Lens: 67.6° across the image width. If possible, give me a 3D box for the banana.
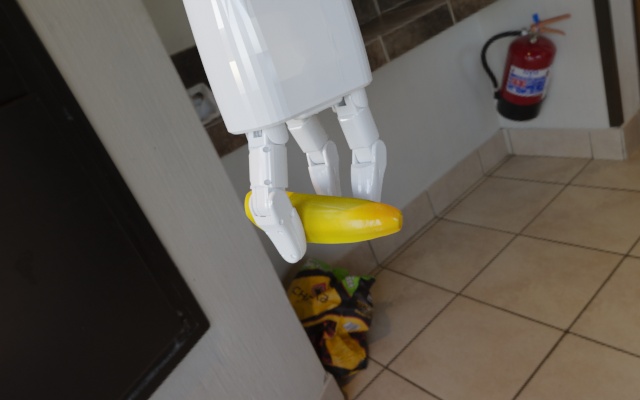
[{"bbox_3d":[-0.017,0.007,0.398,0.069,0.037,0.198,-21,17,-26],"label":"banana"}]
